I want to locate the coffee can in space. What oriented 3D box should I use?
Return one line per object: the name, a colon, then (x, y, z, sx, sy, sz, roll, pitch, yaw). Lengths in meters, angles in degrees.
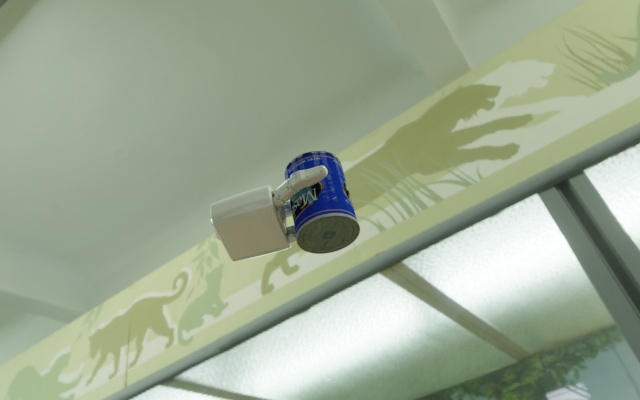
coffee can: (0.000, 0.003, 0.795, 0.103, 0.140, 0.103, -8, -38, -7)
